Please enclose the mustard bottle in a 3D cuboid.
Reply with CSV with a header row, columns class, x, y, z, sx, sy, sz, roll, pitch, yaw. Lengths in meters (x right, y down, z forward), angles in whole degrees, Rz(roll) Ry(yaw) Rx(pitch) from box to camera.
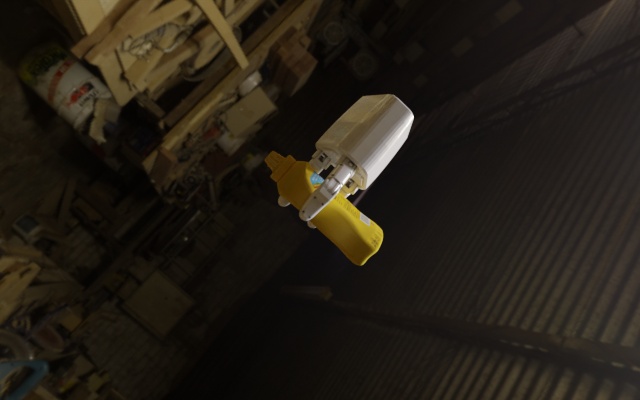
class,x,y,z,sx,sy,sz,roll,pitch,yaw
mustard bottle,0.000,0.003,0.659,0.191,0.058,0.096,43,16,-6
